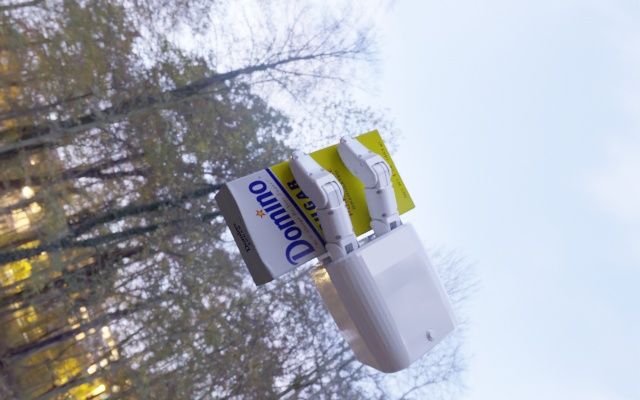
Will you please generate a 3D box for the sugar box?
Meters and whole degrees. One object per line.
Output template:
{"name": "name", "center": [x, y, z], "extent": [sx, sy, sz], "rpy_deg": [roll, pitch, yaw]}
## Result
{"name": "sugar box", "center": [0.000, 0.001, 0.453], "extent": [0.176, 0.093, 0.048], "rpy_deg": [-24, -5, -33]}
